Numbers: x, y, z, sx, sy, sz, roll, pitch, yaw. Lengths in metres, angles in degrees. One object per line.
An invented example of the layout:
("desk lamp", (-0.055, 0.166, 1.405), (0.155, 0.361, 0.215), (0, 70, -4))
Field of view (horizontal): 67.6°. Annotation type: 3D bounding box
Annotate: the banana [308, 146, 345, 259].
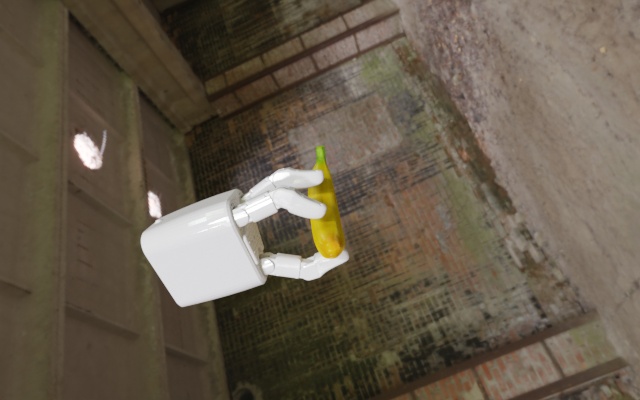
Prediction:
("banana", (0.004, 0.014, 0.576), (0.037, 0.070, 0.197), (-13, 38, 3))
